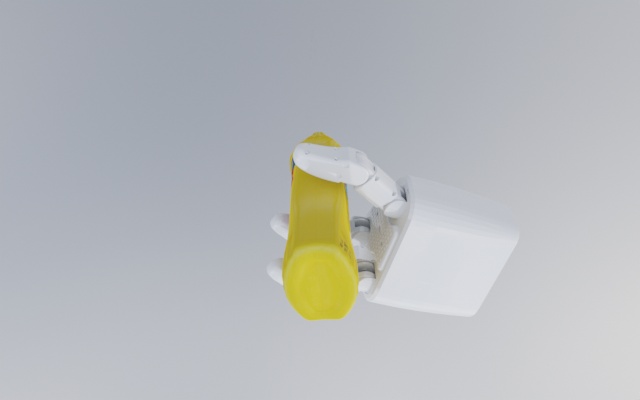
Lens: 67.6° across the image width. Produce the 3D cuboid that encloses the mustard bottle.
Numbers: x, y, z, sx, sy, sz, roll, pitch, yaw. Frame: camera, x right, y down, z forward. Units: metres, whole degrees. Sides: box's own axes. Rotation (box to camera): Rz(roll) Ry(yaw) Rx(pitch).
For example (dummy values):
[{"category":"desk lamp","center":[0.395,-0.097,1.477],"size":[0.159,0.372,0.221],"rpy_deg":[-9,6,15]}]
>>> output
[{"category":"mustard bottle","center":[0.000,0.002,0.424],"size":[0.058,0.096,0.191],"rpy_deg":[-5,44,4]}]
